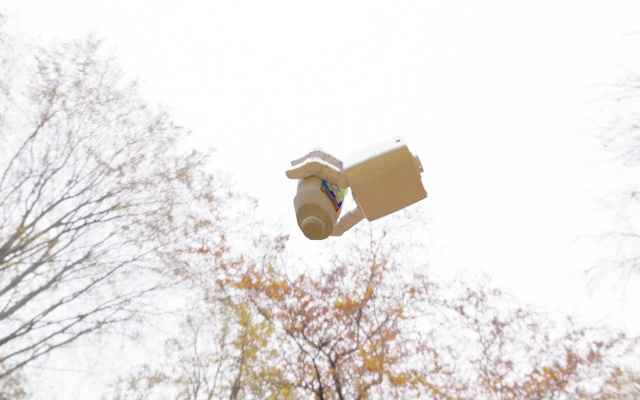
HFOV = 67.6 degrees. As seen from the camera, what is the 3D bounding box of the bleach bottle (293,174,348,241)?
[{"bbox_3d":[0.000,0.002,0.772,0.068,0.102,0.250,-24,19,13],"label":"bleach bottle"}]
